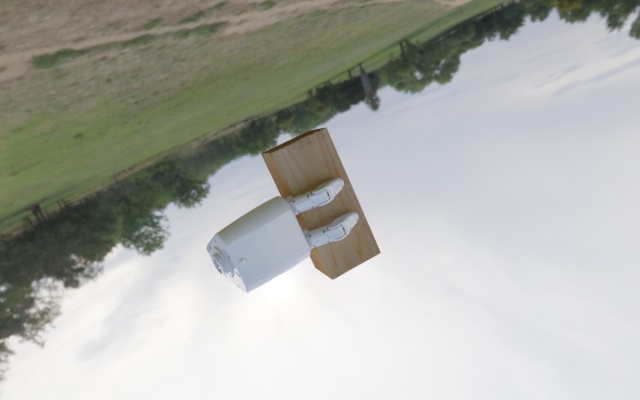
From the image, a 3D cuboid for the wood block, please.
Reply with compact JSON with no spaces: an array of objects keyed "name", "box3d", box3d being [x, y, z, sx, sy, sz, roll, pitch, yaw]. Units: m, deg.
[{"name":"wood block","box3d":[0.000,0.003,0.729,0.090,0.206,0.091,-27,13,-15]}]
